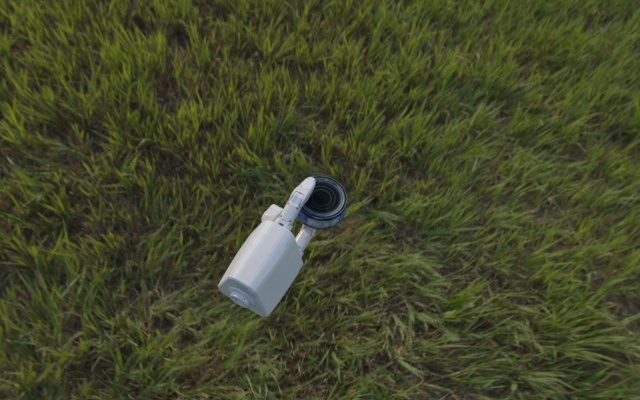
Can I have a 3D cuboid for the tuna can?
[{"bbox_3d":[0.000,0.002,0.771,0.086,0.086,0.034,0,-33,-8],"label":"tuna can"}]
